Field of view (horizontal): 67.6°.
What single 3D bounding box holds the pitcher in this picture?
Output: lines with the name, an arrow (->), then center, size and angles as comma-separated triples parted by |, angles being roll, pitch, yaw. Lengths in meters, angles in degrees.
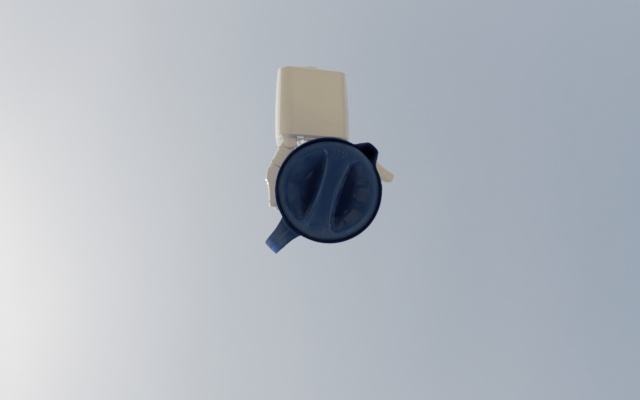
pitcher -> 0.000, 0.002, 0.703 | 0.149, 0.145, 0.243 | -1, -5, -1
